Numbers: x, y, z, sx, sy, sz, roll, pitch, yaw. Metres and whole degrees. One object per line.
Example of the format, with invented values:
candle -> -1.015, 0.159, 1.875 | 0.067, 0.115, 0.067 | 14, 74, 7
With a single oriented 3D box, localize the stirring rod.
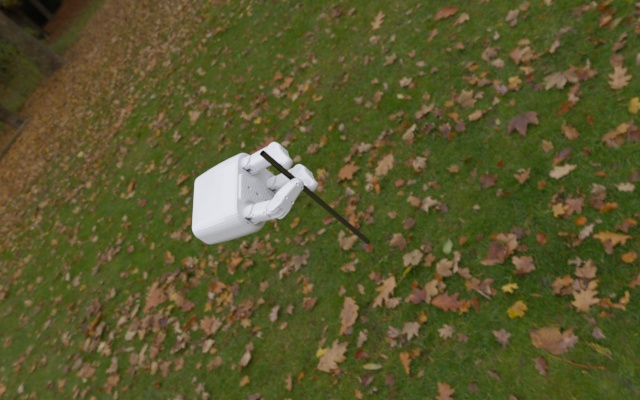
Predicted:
stirring rod -> 0.000, 0.002, 0.679 | 0.011, 0.011, 0.240 | 0, -32, 47
